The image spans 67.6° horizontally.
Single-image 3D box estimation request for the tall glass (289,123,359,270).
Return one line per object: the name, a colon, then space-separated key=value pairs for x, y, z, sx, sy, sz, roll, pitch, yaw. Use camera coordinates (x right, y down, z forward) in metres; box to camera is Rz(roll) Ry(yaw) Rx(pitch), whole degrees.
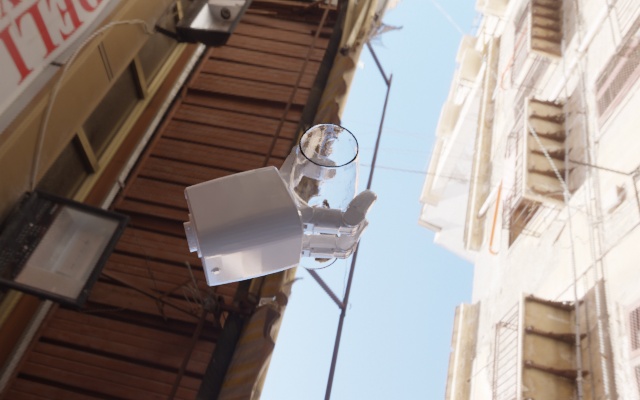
tall glass: x=0.000 y=0.002 z=0.565 sx=0.079 sy=0.079 sz=0.201 roll=0 pitch=-36 yaw=-7
